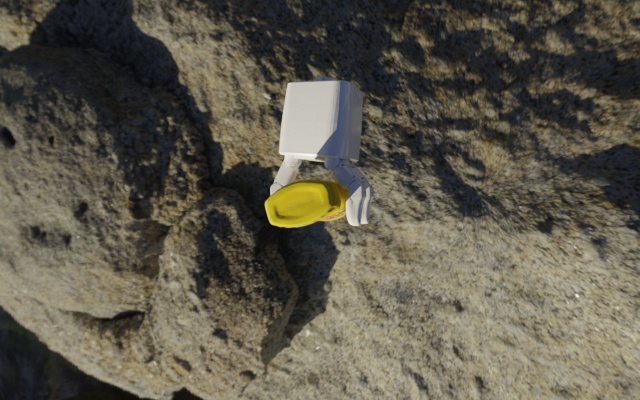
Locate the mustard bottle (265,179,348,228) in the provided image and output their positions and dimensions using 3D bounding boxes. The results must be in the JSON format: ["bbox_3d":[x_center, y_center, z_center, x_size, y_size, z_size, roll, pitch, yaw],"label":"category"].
[{"bbox_3d":[0.000,0.003,0.698,0.096,0.058,0.191,-19,-5,18],"label":"mustard bottle"}]
